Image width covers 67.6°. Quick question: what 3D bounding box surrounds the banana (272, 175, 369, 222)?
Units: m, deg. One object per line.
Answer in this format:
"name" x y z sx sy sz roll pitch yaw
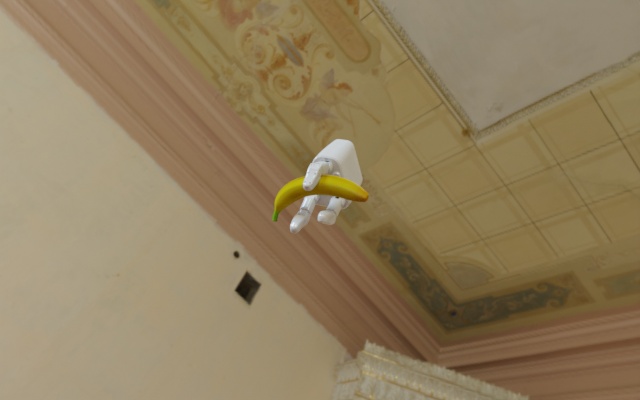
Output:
"banana" -0.008 -0.014 0.879 0.198 0.069 0.037 -13 11 25
